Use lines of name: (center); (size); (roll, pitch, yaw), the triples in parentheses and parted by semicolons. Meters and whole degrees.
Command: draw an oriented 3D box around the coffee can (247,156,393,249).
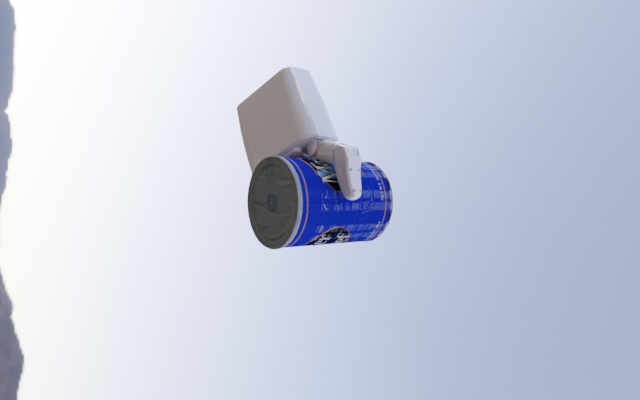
coffee can: (0.000, 0.002, 0.563); (0.140, 0.103, 0.103); (0, 0, -38)
